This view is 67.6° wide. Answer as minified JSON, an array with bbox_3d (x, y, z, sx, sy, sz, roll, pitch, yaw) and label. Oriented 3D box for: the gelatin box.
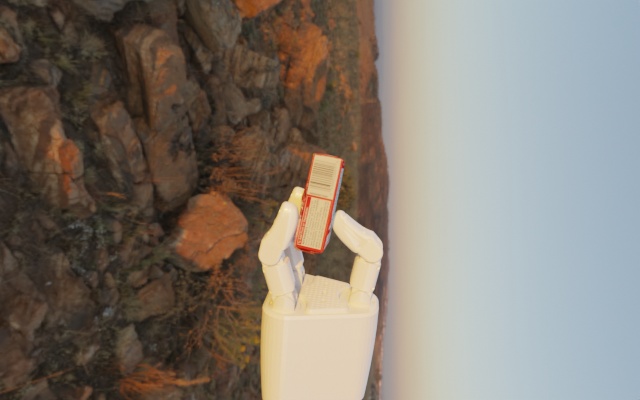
[{"bbox_3d":[0.001,0.001,0.457,0.030,0.089,0.073,13,4,4],"label":"gelatin box"}]
